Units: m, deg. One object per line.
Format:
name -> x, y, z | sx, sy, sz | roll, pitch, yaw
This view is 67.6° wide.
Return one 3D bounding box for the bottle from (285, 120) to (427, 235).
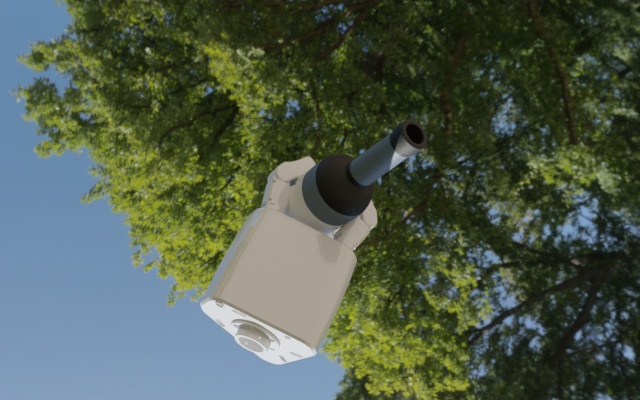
bottle -> 0.000, 0.002, 0.501 | 0.069, 0.069, 0.296 | 0, -22, -34
